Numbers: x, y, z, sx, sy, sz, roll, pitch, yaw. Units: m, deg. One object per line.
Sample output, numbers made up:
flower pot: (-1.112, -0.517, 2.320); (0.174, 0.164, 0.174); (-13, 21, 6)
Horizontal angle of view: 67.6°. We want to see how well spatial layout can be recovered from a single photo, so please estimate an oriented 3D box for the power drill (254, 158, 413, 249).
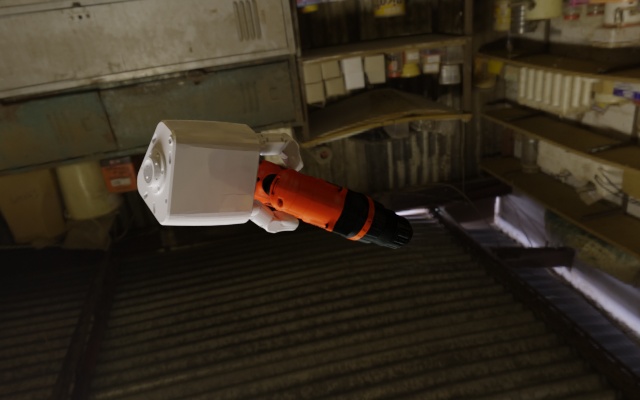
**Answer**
power drill: (0.000, 0.002, 0.589); (0.184, 0.057, 0.187); (23, -3, -28)
